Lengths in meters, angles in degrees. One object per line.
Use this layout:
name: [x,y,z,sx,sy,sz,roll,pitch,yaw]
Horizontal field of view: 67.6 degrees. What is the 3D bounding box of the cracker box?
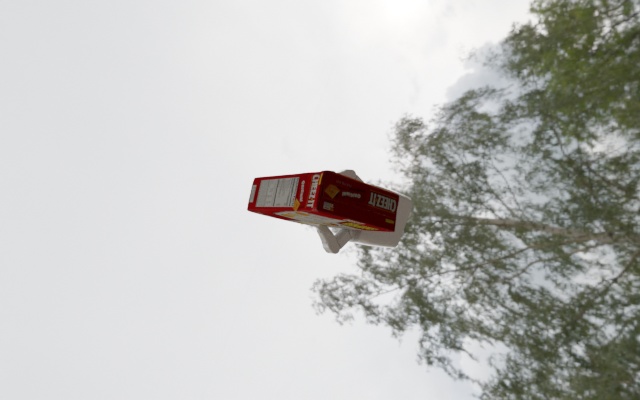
cracker box: [0.000,0.003,0.816,0.164,0.072,0.213,16,-10,-36]
